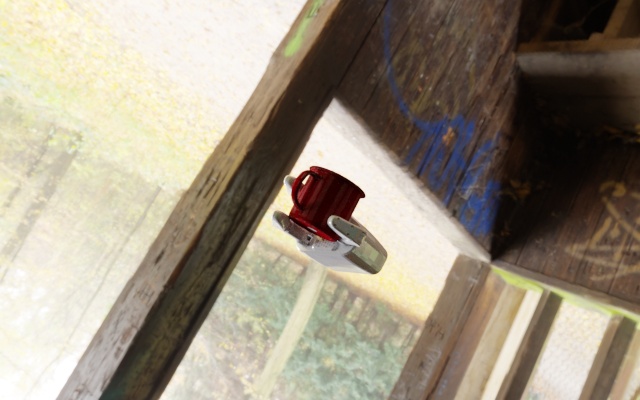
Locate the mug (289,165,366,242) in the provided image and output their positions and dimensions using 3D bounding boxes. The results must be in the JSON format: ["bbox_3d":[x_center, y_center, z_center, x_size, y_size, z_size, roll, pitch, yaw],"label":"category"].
[{"bbox_3d":[-0.001,0.002,0.682,0.093,0.081,0.117,19,-14,41],"label":"mug"}]
